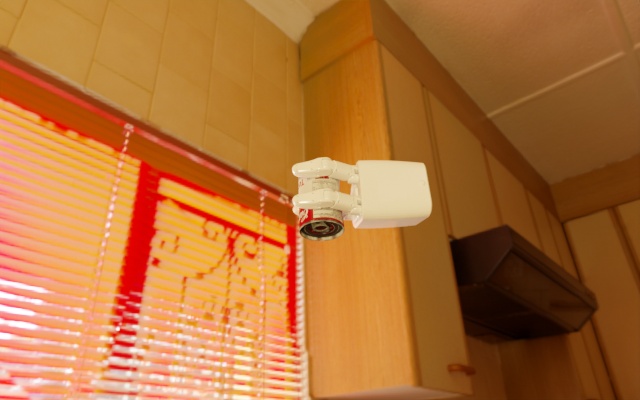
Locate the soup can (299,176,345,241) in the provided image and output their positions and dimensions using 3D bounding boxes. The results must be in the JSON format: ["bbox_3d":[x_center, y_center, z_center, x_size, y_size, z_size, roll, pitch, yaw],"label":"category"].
[{"bbox_3d":[0.000,0.002,0.738,0.068,0.102,0.068,-2,-29,-1],"label":"soup can"}]
